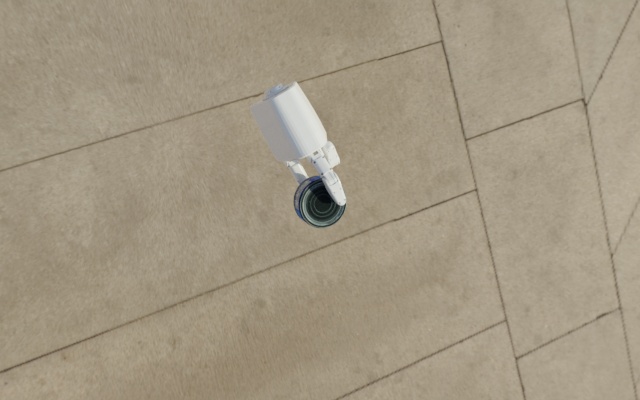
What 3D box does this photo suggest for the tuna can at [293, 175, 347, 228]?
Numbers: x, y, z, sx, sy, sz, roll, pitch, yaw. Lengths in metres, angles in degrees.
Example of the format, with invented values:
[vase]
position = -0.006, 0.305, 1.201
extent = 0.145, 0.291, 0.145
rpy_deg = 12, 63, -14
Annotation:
[tuna can]
position = 0.000, 0.003, 0.801
extent = 0.086, 0.086, 0.033
rpy_deg = 0, 11, -20
